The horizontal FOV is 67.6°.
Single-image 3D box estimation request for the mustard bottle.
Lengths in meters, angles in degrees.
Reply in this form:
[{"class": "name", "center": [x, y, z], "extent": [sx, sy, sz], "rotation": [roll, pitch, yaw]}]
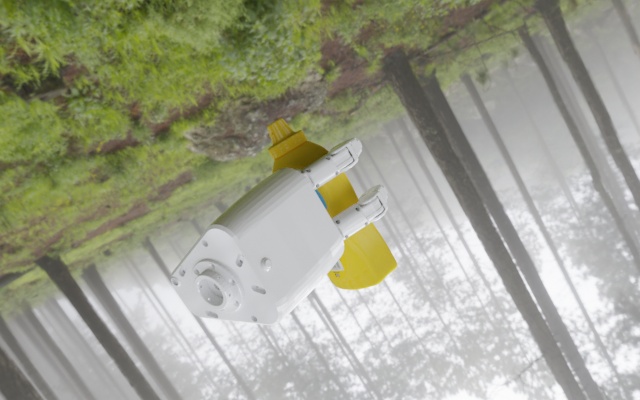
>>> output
[{"class": "mustard bottle", "center": [0.000, 0.002, 0.502], "extent": [0.058, 0.191, 0.096], "rotation": [-36, 11, -27]}]
